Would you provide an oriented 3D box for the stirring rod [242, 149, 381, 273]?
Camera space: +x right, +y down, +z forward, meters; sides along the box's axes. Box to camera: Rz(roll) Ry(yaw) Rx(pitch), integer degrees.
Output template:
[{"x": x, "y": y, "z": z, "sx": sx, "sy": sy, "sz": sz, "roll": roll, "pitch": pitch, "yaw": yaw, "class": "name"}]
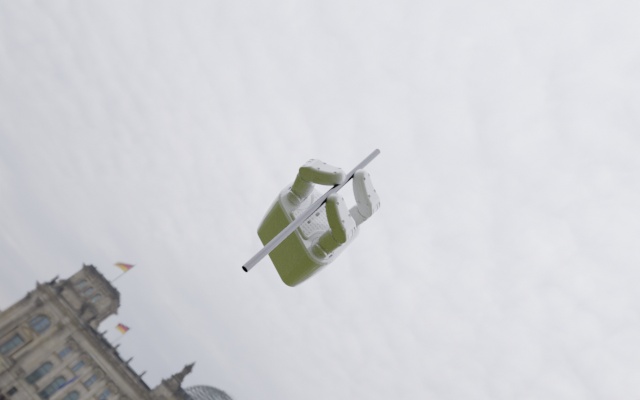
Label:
[{"x": 0.000, "y": 0.002, "z": 0.523, "sx": 0.011, "sy": 0.011, "sz": 0.239, "roll": 0, "pitch": 32, "yaw": 44, "class": "stirring rod"}]
